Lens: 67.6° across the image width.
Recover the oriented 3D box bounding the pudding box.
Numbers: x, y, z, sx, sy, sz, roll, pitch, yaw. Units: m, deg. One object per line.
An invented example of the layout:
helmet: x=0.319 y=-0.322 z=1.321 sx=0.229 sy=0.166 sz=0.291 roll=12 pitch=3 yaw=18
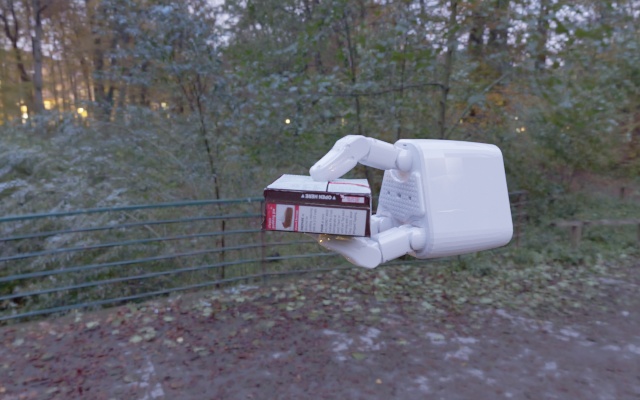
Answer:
pudding box: x=0.000 y=0.001 z=0.431 sx=0.090 sy=0.039 sz=0.113 roll=3 pitch=8 yaw=3
